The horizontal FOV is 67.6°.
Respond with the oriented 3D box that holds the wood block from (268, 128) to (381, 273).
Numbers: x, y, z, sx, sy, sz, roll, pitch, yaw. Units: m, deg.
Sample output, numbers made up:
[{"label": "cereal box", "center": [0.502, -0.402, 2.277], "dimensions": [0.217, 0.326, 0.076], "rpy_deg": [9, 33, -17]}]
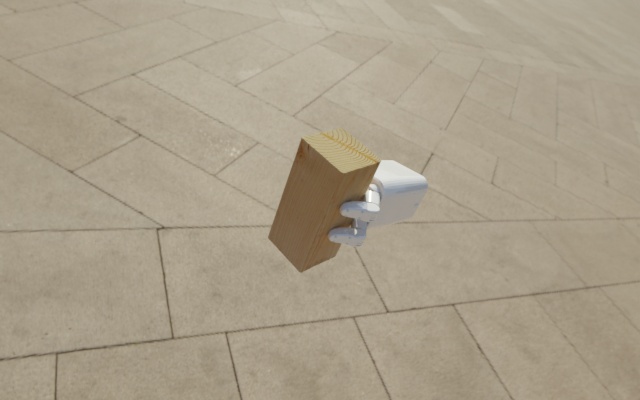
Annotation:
[{"label": "wood block", "center": [0.000, 0.002, 0.747], "dimensions": [0.090, 0.206, 0.090], "rpy_deg": [-20, 53, -42]}]
